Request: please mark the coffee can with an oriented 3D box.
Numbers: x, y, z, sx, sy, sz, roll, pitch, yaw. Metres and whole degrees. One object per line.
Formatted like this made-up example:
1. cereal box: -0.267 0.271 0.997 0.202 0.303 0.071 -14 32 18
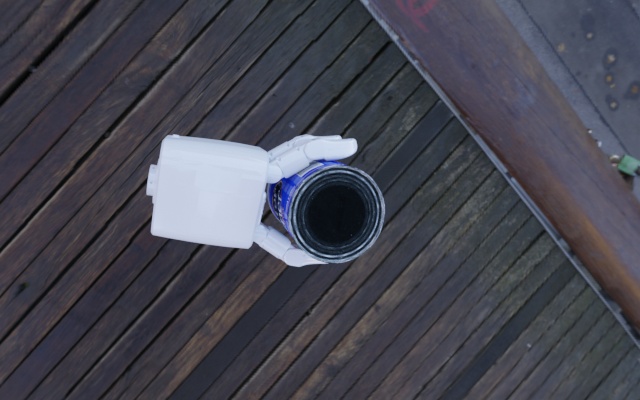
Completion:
1. coffee can: 0.000 0.002 0.548 0.103 0.103 0.140 0 11 -15
